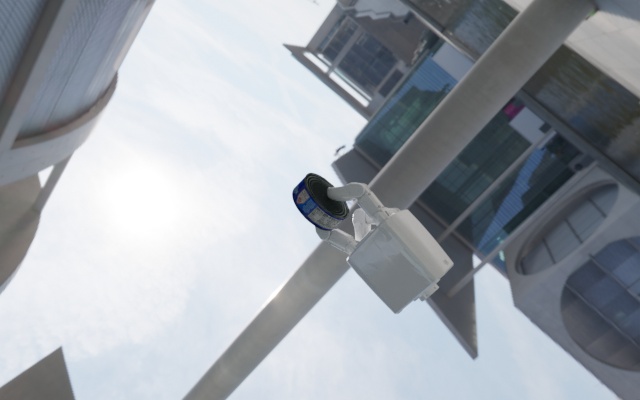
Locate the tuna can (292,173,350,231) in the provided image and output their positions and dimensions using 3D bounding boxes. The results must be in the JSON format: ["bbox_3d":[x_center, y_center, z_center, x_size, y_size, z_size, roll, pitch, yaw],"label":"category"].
[{"bbox_3d":[0.000,0.003,0.696,0.034,0.086,0.086,-44,-21,24],"label":"tuna can"}]
